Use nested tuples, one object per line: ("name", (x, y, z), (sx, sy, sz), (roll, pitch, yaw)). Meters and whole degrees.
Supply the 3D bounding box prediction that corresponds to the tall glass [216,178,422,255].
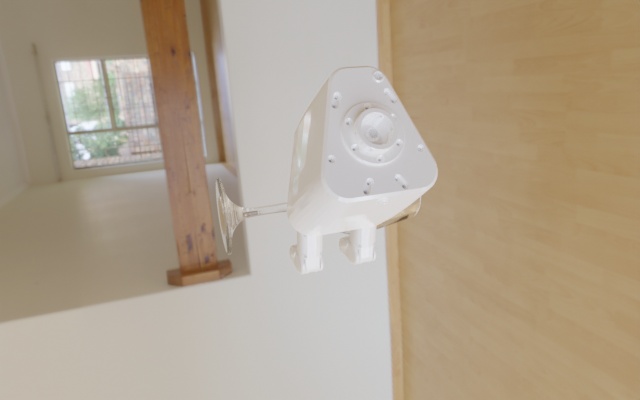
("tall glass", (-0.001, 0.002, 0.487), (0.201, 0.079, 0.079), (-8, 2, -18))
